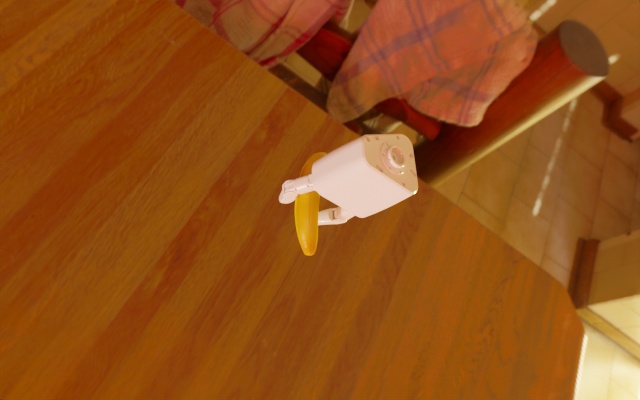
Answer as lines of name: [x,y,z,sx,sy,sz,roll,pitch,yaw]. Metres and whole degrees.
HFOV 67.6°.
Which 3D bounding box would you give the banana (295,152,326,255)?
banana: [-0.010,-0.011,0.752,0.037,0.197,0.070,-16,-46,34]
